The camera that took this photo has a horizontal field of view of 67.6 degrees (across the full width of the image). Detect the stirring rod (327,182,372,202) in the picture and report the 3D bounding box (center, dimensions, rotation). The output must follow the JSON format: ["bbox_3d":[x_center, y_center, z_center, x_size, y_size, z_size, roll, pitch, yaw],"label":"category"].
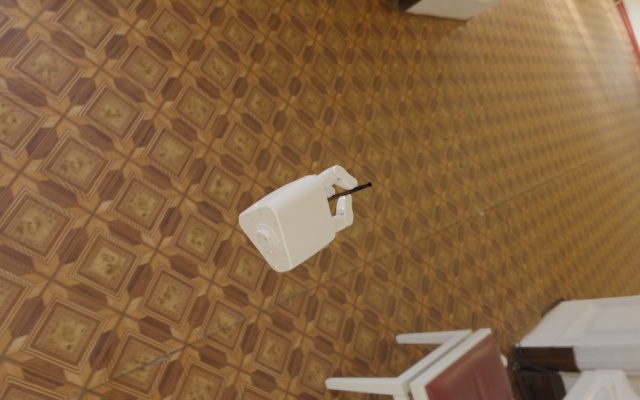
[{"bbox_3d":[0.000,0.003,0.849,0.011,0.011,0.239,0,-14,-43],"label":"stirring rod"}]
